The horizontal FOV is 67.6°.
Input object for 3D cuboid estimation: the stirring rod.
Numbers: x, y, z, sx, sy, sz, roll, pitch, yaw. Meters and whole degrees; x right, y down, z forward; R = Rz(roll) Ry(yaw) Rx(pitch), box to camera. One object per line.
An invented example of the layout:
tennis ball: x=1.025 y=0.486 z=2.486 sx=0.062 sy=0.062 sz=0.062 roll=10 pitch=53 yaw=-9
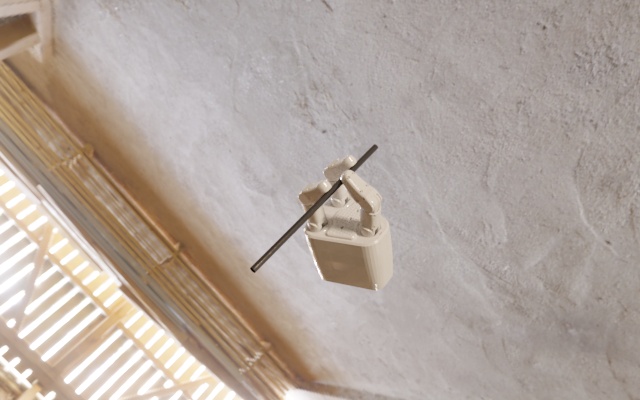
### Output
stirring rod: x=0.000 y=0.002 z=0.576 sx=0.011 sy=0.011 sz=0.239 roll=0 pitch=38 yaw=51
